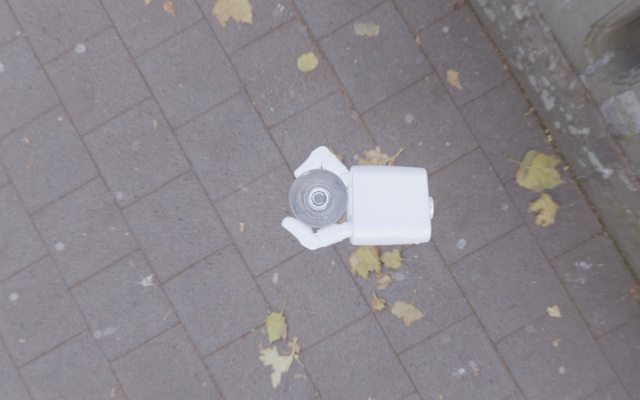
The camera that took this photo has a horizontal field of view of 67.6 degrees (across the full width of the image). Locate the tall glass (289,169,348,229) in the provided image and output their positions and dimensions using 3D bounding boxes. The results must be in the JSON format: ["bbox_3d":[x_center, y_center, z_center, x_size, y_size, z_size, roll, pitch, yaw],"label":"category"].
[{"bbox_3d":[0.000,0.002,0.695,0.079,0.079,0.201,0,-3,1],"label":"tall glass"}]
